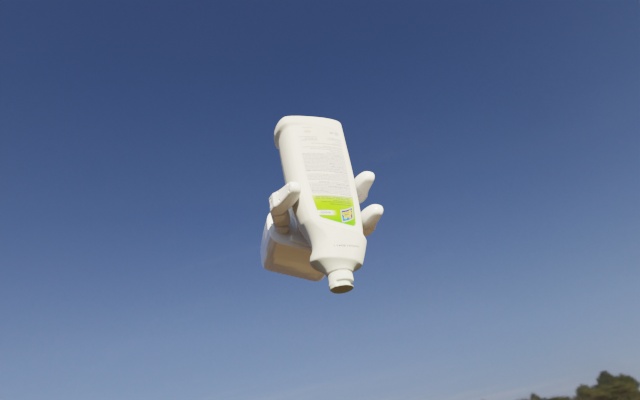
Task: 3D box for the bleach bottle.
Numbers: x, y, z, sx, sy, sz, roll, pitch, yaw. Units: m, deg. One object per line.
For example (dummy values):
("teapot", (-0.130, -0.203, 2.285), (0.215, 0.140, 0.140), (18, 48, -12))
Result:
("bleach bottle", (0.000, 0.002, 0.641), (0.102, 0.250, 0.068), (1, -33, -17))
